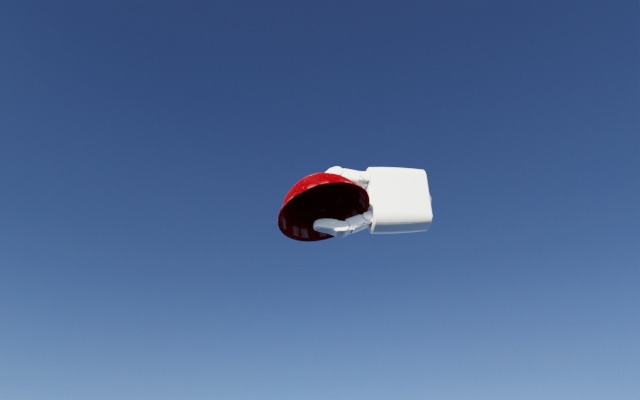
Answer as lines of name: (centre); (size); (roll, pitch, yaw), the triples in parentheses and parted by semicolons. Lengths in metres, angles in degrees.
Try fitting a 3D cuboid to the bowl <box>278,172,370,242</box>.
bowl: (-0.001, 0.002, 0.818); (0.162, 0.055, 0.162); (-12, -36, -9)
